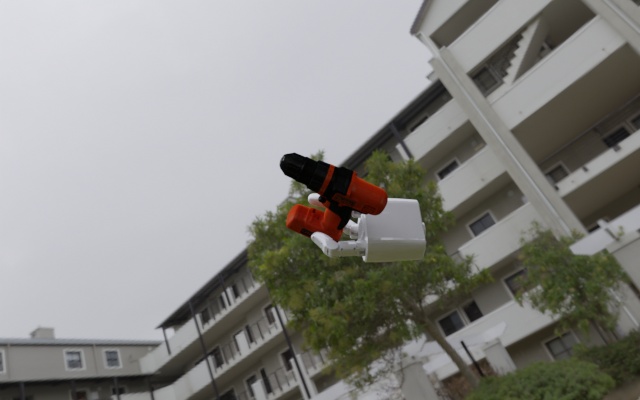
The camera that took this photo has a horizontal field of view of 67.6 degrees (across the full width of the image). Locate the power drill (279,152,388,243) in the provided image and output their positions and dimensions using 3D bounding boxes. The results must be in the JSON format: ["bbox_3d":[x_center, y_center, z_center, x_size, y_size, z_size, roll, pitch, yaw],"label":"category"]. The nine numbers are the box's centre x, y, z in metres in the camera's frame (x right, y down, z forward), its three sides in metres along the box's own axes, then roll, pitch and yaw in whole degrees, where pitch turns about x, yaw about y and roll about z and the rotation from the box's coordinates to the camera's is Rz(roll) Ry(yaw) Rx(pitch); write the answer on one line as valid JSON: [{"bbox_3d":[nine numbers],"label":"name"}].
[{"bbox_3d":[0.000,0.003,0.821,0.184,0.057,0.188,25,-31,-6],"label":"power drill"}]
